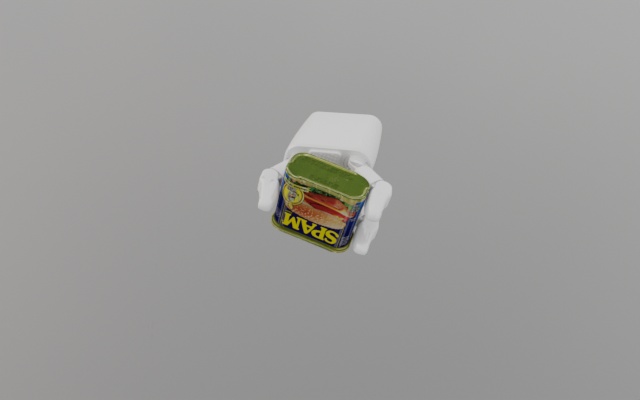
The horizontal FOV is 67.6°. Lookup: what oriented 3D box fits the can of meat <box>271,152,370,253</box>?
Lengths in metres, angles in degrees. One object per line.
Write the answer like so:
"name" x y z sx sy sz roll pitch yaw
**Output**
"can of meat" 0.000 0.002 0.559 0.102 0.084 0.057 22 39 5
